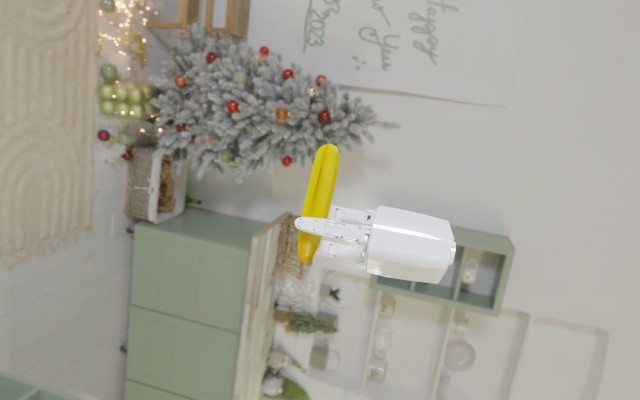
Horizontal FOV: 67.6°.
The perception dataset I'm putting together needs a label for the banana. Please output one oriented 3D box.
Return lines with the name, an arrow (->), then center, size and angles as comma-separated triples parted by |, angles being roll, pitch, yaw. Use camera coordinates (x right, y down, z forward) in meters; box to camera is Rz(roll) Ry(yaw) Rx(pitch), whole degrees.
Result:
banana -> 0.001, -0.010, 0.681 | 0.037, 0.197, 0.070 | 10, -29, 6
